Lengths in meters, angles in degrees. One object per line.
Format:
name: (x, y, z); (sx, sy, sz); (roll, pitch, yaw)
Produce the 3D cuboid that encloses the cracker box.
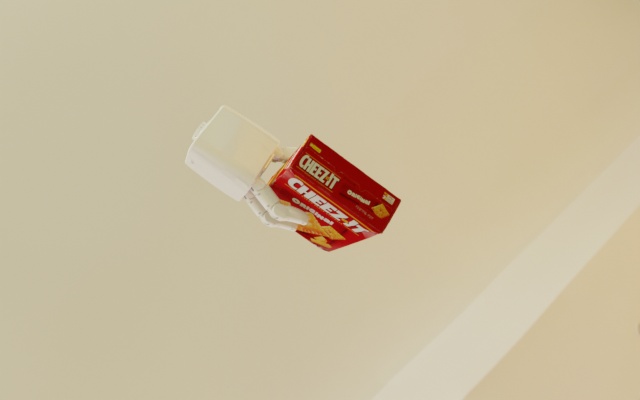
cracker box: (0.000, 0.002, 0.757); (0.164, 0.072, 0.214); (35, -22, -10)
